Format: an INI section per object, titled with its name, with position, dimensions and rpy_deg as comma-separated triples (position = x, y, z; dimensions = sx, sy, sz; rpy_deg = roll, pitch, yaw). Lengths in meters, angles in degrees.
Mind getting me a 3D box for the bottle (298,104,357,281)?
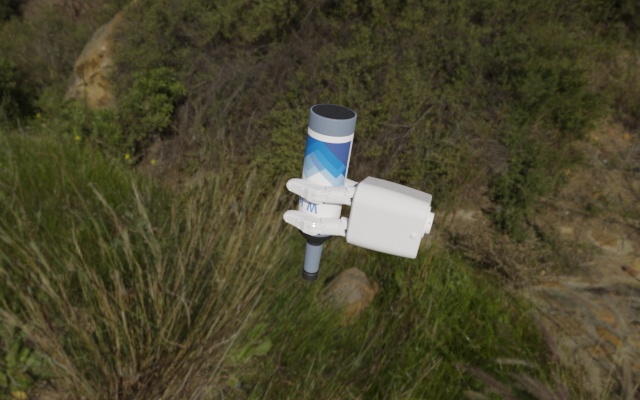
[bottle]
position = 0.000, 0.002, 0.742
dimensions = 0.069, 0.296, 0.069
rpy_deg = 6, 29, -4
